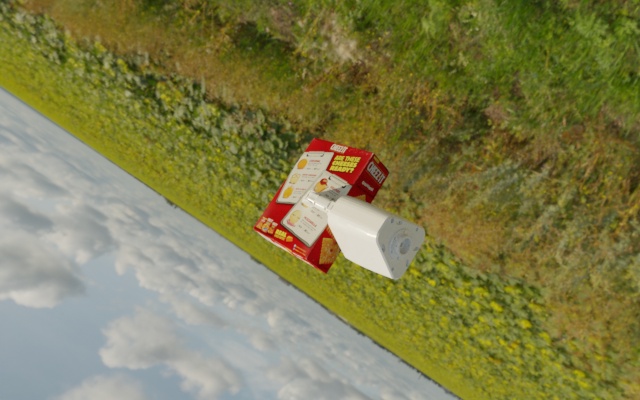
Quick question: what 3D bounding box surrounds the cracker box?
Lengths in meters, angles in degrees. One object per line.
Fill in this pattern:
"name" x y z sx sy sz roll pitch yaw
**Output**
"cracker box" 0.000 0.003 0.862 0.164 0.213 0.072 22 -15 46
